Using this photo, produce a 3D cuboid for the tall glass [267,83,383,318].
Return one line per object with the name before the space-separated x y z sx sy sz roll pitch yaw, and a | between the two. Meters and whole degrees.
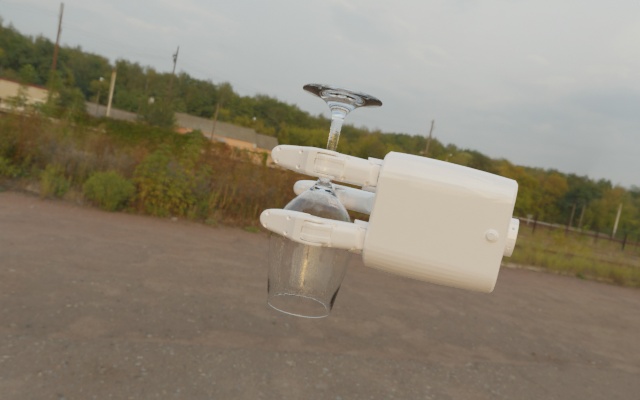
tall glass | 0.000 0.001 0.440 0.079 0.201 0.079 12 3 -1
